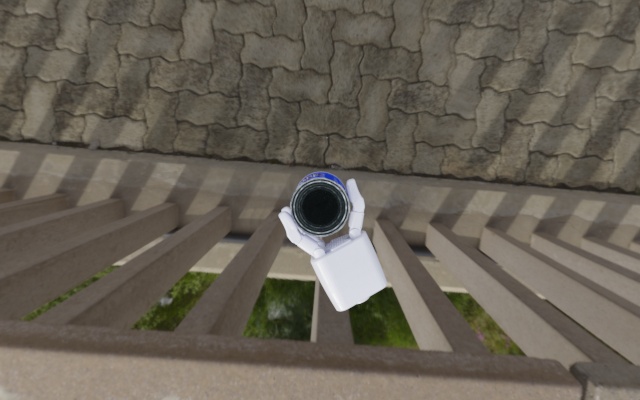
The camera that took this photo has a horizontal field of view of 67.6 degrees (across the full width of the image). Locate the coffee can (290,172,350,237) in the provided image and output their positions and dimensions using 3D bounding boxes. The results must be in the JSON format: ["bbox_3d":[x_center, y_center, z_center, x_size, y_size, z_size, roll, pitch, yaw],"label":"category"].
[{"bbox_3d":[0.000,0.003,0.876,0.103,0.103,0.140,0,8,1],"label":"coffee can"}]
